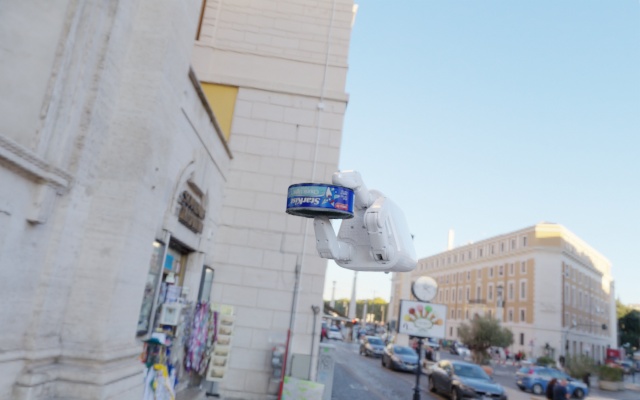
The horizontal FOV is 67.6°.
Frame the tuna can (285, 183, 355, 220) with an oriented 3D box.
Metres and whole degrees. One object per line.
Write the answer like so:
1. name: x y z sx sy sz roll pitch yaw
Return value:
1. tuna can: 0.000 0.001 0.595 0.086 0.033 0.086 4 -9 1
